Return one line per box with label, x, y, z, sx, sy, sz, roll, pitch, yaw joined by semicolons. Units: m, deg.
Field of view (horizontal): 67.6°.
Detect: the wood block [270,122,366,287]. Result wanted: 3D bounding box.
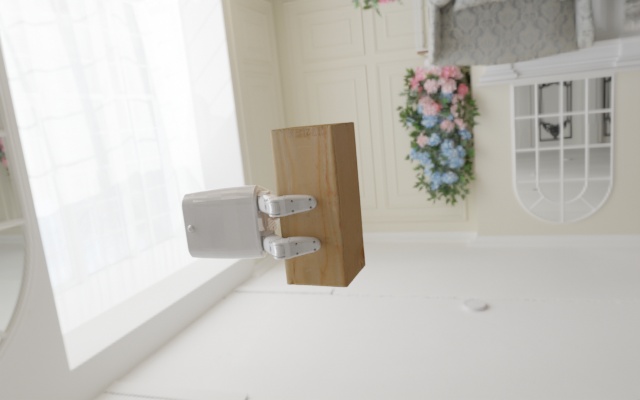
wood block;0.000;0.002;0.646;0.090;0.206;0.091;-1;11;21
